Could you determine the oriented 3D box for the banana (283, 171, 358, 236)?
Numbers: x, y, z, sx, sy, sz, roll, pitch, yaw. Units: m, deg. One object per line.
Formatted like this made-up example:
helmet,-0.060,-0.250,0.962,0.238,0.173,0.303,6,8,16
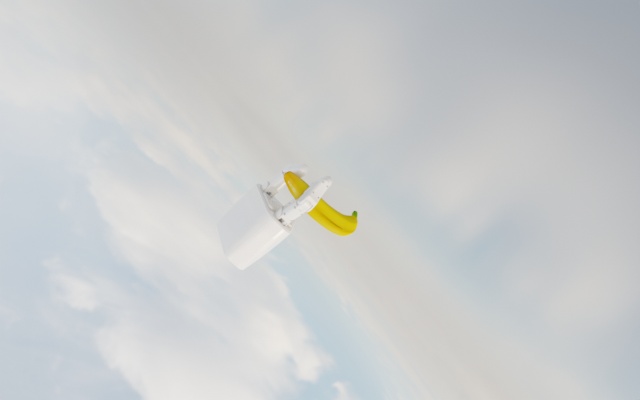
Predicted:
banana,0.008,0.017,0.808,0.037,0.069,0.198,-39,-43,17
